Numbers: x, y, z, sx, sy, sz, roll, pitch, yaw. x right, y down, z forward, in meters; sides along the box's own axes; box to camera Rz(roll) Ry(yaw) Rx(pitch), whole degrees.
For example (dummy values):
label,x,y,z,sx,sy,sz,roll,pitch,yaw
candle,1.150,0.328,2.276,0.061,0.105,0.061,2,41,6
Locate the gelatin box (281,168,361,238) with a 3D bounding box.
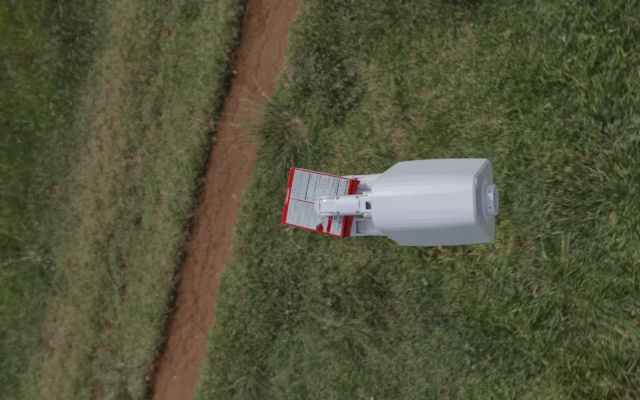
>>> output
label,x,y,z,sx,sy,sz,roll,pitch,yaw
gelatin box,0.000,0.002,0.595,0.089,0.073,0.030,12,5,24
